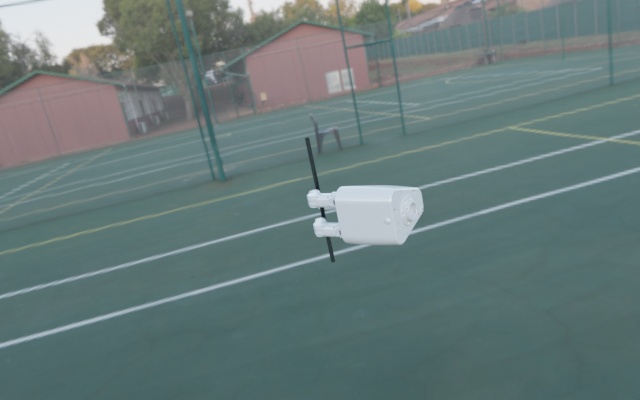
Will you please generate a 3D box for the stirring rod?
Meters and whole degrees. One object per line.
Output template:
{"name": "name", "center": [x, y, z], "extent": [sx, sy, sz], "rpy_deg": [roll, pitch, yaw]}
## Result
{"name": "stirring rod", "center": [0.000, 0.003, 0.877], "extent": [0.011, 0.239, 0.011], "rpy_deg": [-11, 15, 3]}
